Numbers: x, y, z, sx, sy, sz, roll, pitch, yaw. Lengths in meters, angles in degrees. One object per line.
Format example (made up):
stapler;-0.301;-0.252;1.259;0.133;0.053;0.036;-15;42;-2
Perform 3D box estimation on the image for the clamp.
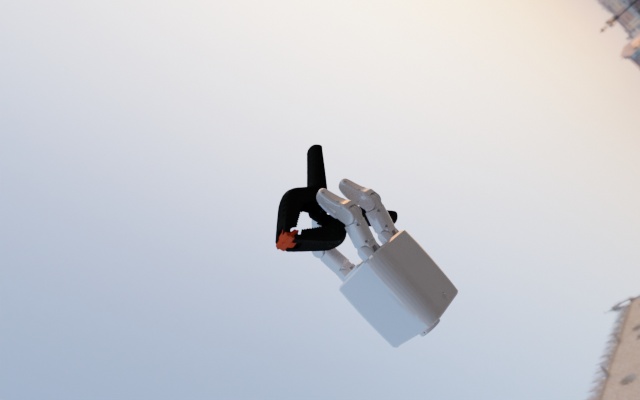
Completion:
clamp;0.000;0.003;0.625;0.210;0.164;0.036;-28;-20;-52
